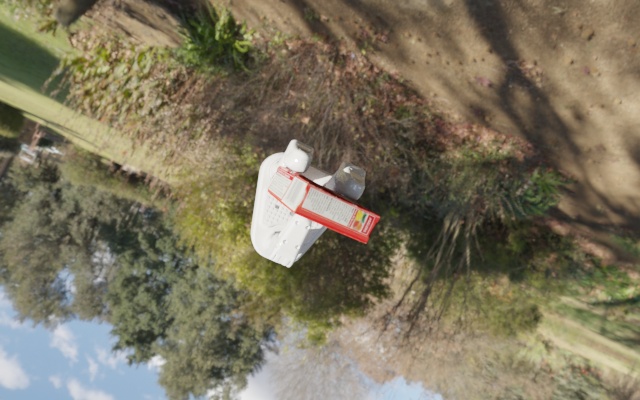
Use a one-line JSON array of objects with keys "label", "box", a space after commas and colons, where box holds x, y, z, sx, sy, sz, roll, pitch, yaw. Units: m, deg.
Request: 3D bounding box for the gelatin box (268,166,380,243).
[{"label": "gelatin box", "box": [0.000, 0.002, 0.424, 0.073, 0.030, 0.089, 25, 3, -24]}]
